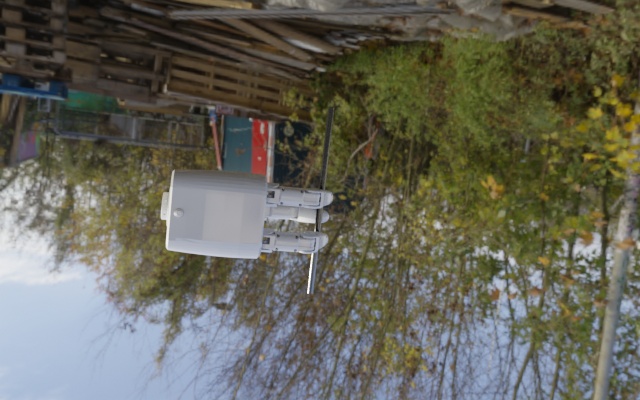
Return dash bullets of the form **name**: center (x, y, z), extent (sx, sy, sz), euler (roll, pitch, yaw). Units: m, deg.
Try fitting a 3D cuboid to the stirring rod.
- **stirring rod**: center (0.000, 0.002, 0.614), extent (0.011, 0.239, 0.011), euler (6, 6, -1)
